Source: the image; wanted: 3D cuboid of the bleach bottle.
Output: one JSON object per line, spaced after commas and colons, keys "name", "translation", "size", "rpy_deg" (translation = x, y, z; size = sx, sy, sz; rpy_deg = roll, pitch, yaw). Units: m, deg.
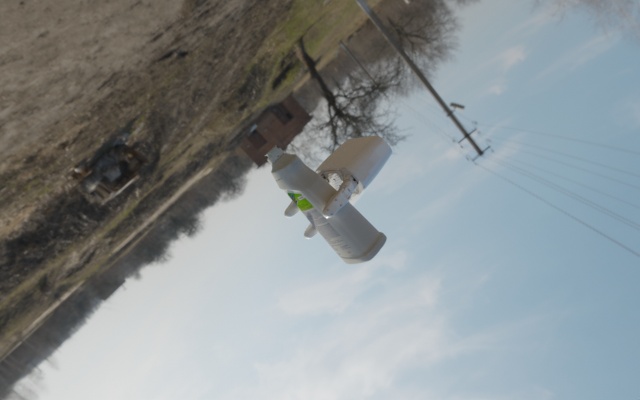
{"name": "bleach bottle", "translation": [0.000, 0.003, 0.841], "size": [0.068, 0.251, 0.102], "rpy_deg": [-48, 12, -27]}
